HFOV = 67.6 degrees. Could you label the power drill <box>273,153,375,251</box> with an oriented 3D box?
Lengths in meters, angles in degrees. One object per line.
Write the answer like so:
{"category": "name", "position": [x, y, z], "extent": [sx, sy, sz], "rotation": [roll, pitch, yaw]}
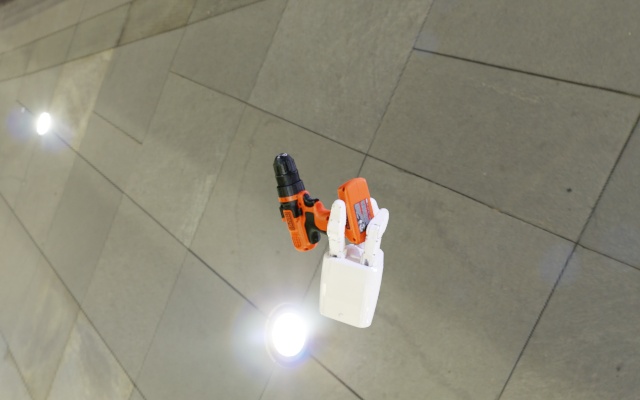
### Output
{"category": "power drill", "position": [0.000, 0.003, 0.821], "extent": [0.057, 0.184, 0.187], "rotation": [-28, 18, -39]}
